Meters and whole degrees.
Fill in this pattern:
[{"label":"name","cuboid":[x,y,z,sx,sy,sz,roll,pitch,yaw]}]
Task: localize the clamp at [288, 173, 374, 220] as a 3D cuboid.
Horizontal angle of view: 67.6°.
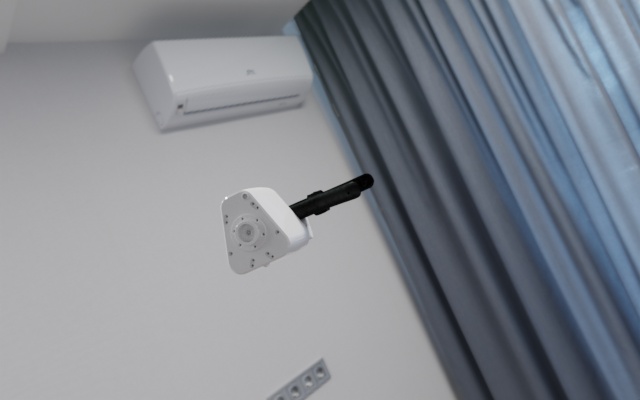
[{"label":"clamp","cuboid":[0.000,0.002,0.735,0.171,0.039,0.120,-25,-3,10]}]
